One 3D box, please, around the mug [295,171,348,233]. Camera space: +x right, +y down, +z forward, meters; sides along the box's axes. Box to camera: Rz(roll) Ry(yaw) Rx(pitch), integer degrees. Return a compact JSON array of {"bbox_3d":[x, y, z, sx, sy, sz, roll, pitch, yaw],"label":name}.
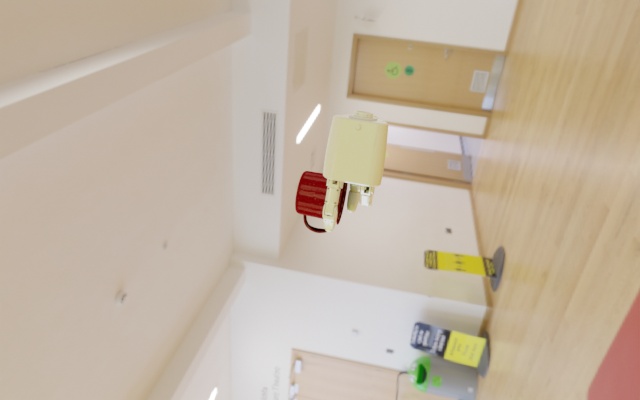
[{"bbox_3d":[0.000,0.004,0.882,0.081,0.117,0.093,11,16,8],"label":"mug"}]
